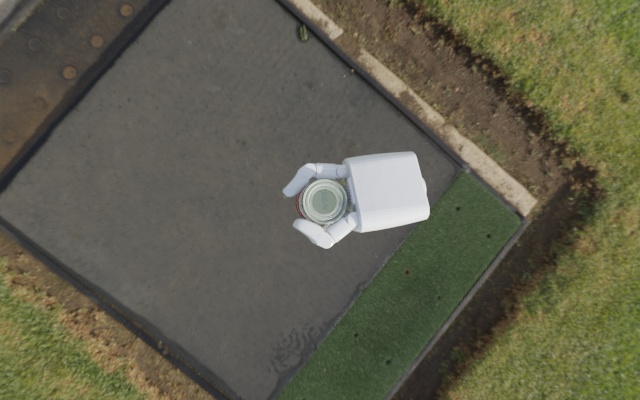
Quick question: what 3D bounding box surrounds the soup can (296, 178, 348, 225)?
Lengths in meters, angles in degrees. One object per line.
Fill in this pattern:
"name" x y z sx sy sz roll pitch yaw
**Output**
"soup can" 0.000 0.002 0.721 0.068 0.068 0.102 0 -1 -7
